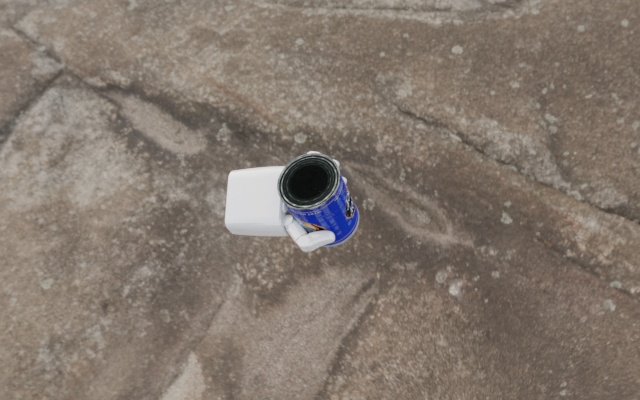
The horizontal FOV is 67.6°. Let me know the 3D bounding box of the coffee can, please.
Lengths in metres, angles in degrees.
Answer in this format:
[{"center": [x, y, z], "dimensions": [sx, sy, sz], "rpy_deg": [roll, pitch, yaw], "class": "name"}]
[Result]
[{"center": [0.000, 0.003, 0.792], "dimensions": [0.103, 0.102, 0.140], "rpy_deg": [0, -29, 18], "class": "coffee can"}]
